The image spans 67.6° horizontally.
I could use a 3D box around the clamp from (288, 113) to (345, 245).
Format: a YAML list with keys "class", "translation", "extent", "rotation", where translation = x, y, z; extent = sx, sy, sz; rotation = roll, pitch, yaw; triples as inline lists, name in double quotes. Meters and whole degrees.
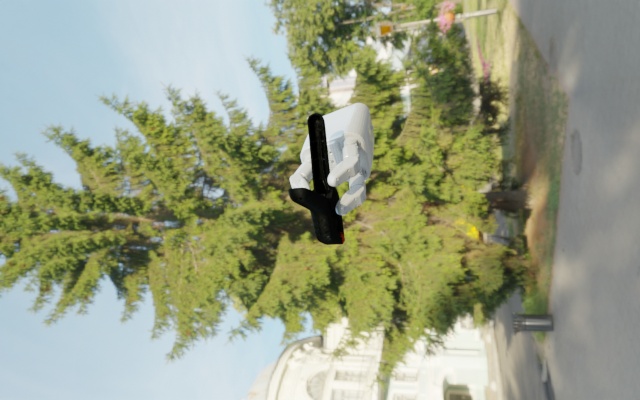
- class: "clamp"
  translation: [-0.001, 0.003, 0.698]
  extent: [0.036, 0.210, 0.164]
  rotation: [-2, 39, 16]
